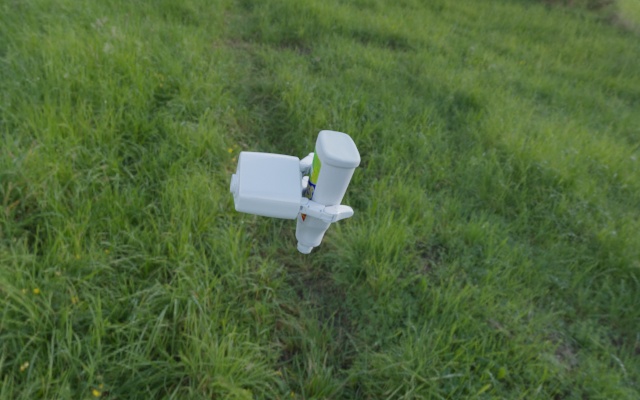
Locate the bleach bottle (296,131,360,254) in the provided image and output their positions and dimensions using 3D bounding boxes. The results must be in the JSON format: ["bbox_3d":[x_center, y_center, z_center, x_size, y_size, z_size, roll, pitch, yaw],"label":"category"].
[{"bbox_3d":[0.000,0.003,0.879,0.068,0.251,0.102,7,36,-16],"label":"bleach bottle"}]
